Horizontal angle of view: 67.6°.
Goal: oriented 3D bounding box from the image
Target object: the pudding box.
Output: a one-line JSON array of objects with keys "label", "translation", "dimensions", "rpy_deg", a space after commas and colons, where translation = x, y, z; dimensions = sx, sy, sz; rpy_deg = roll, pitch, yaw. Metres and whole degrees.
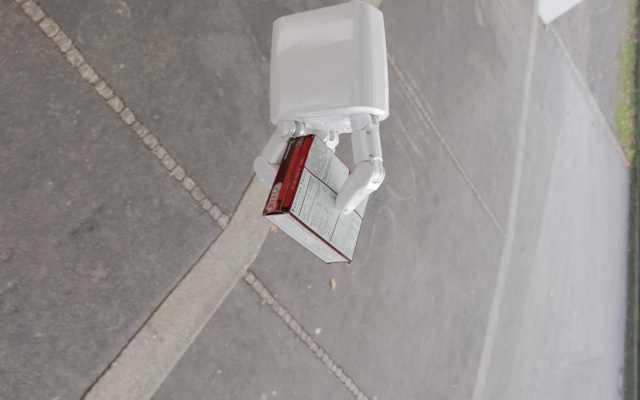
[{"label": "pudding box", "translation": [0.000, 0.002, 0.481], "dimensions": [0.039, 0.090, 0.113], "rpy_deg": [-5, -34, 40]}]
